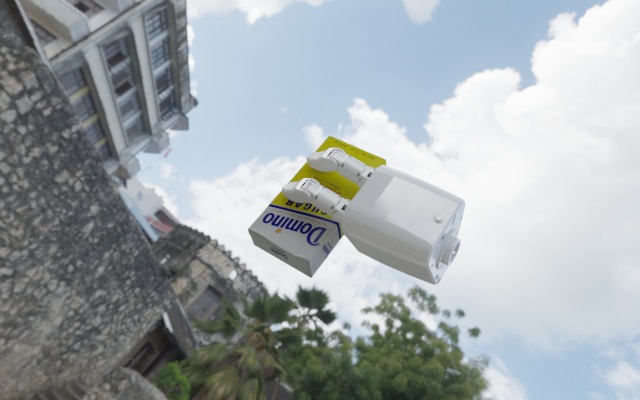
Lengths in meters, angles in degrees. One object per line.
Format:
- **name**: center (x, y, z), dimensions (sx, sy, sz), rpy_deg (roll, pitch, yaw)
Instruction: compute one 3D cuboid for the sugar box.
- **sugar box**: center (0.000, 0.002, 0.602), dimensions (0.093, 0.176, 0.048), rpy_deg (26, -31, 25)
